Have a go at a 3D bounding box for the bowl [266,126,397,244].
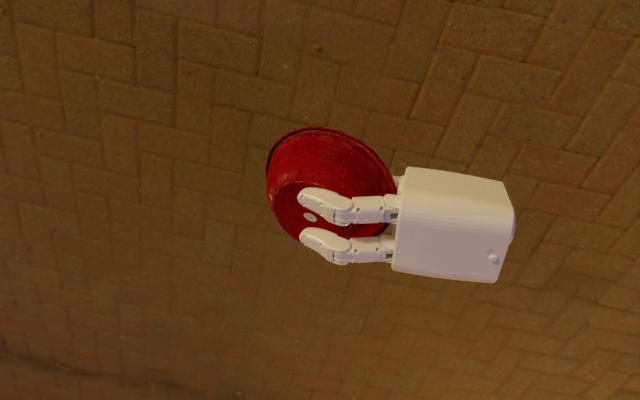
[{"bbox_3d":[-0.001,0.002,0.531,0.162,0.162,0.055,0,35,28],"label":"bowl"}]
